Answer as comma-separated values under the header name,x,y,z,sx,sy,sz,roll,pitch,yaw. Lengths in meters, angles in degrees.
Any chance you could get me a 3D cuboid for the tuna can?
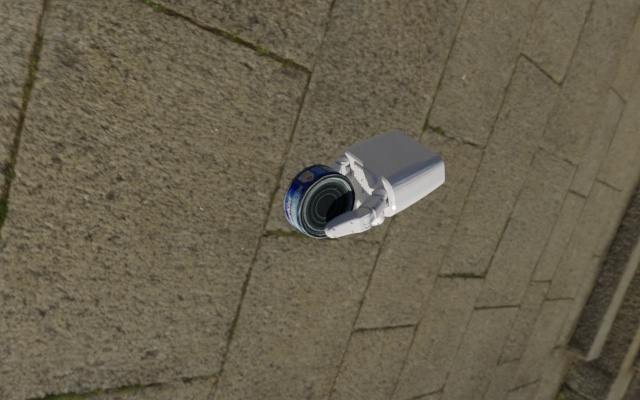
name,x,y,z,sx,sy,sz,roll,pitch,yaw
tuna can,0.000,0.002,0.578,0.086,0.086,0.033,0,21,-37
